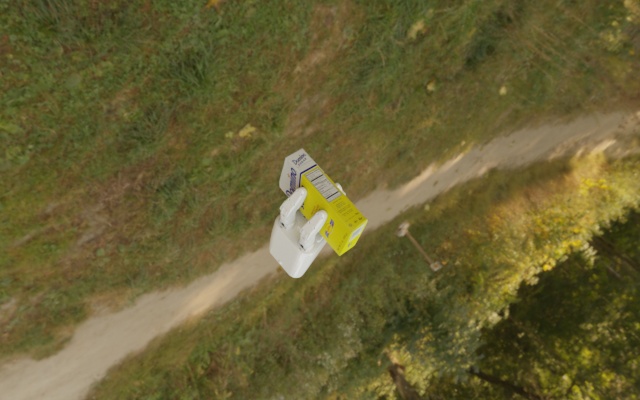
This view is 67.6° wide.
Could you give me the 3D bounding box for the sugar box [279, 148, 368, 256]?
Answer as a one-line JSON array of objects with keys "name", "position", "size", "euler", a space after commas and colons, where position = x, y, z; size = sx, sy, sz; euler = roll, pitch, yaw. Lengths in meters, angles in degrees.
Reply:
[{"name": "sugar box", "position": [0.000, 0.003, 0.830], "size": [0.048, 0.176, 0.093], "euler": [-34, -19, -30]}]
